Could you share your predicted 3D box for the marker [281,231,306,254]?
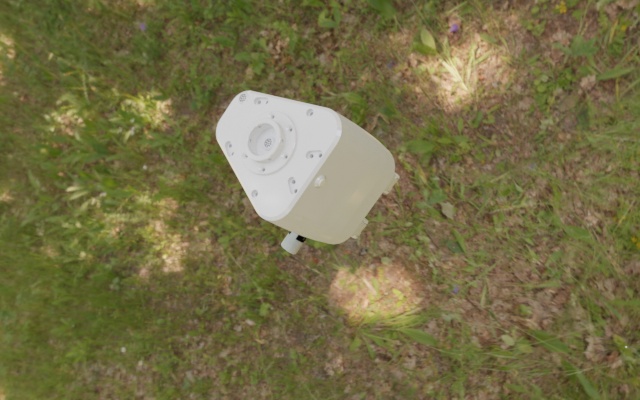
[{"bbox_3d":[0.000,0.002,0.492,0.020,0.121,0.020,34,6,-4],"label":"marker"}]
